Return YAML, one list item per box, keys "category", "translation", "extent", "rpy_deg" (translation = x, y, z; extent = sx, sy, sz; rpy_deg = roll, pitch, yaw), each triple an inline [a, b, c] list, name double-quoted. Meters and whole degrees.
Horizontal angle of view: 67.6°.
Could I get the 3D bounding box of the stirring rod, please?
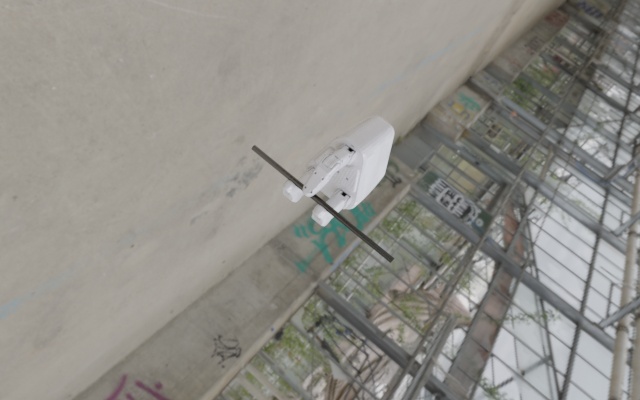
- category: "stirring rod"
  translation: [0.000, 0.002, 0.630]
  extent: [0.239, 0.011, 0.011]
  rpy_deg: [39, 8, 10]
